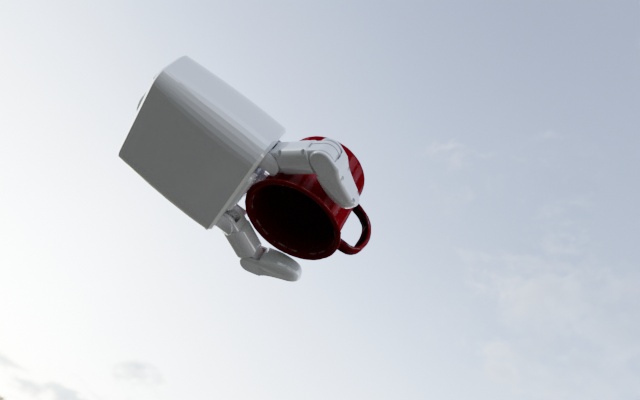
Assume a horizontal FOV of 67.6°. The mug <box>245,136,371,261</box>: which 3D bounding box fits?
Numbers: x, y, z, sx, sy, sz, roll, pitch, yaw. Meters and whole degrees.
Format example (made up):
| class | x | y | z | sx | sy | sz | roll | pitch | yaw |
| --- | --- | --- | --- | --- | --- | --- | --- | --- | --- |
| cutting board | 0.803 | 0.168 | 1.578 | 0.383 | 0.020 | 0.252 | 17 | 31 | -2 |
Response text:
| class | x | y | z | sx | sy | sz | roll | pitch | yaw |
| --- | --- | --- | --- | --- | --- | --- | --- | --- | --- |
| mug | 0.001 | 0.002 | 0.442 | 0.117 | 0.081 | 0.093 | 38 | -42 | -6 |
